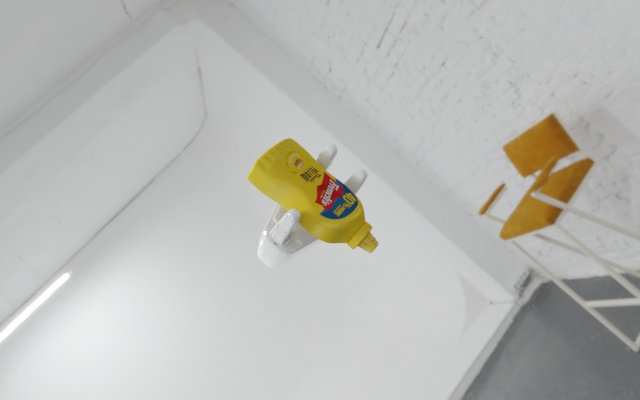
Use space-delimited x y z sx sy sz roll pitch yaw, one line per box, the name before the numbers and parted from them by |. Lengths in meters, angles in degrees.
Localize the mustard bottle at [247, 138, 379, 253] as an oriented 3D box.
mustard bottle | 0.000 0.002 0.644 0.058 0.191 0.096 -52 -6 39
